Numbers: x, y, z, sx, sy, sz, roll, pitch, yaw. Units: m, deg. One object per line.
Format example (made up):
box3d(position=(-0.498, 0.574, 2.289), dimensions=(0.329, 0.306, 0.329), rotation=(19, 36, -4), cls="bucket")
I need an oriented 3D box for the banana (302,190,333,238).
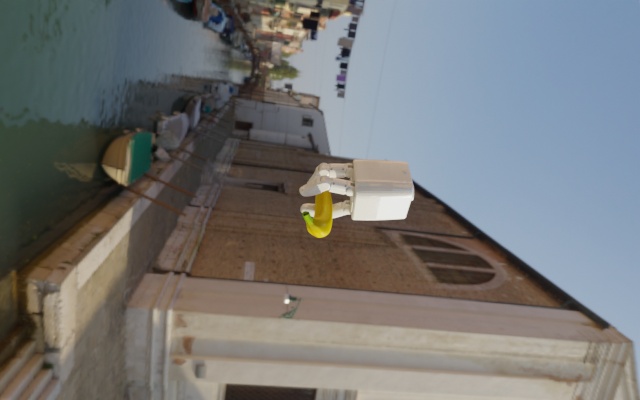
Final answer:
box3d(position=(0.002, 0.022, 0.877), dimensions=(0.037, 0.070, 0.197), rotation=(-5, 17, 8), cls="banana")
